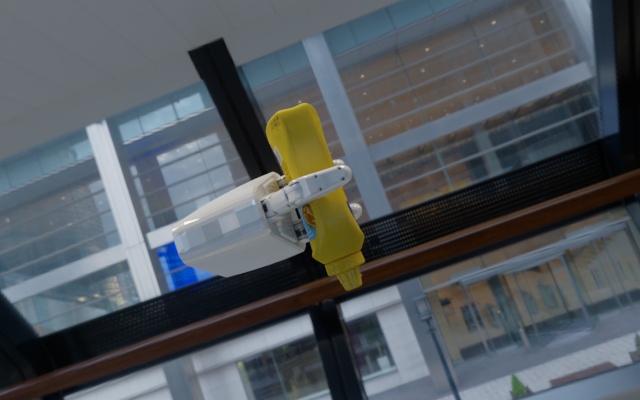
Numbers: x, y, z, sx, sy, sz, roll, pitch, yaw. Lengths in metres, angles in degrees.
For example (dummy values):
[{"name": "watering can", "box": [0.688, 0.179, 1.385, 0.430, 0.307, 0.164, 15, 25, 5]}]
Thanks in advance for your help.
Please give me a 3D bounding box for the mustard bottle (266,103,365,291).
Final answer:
[{"name": "mustard bottle", "box": [0.000, 0.001, 0.502, 0.058, 0.191, 0.096, -19, -7, -10]}]
